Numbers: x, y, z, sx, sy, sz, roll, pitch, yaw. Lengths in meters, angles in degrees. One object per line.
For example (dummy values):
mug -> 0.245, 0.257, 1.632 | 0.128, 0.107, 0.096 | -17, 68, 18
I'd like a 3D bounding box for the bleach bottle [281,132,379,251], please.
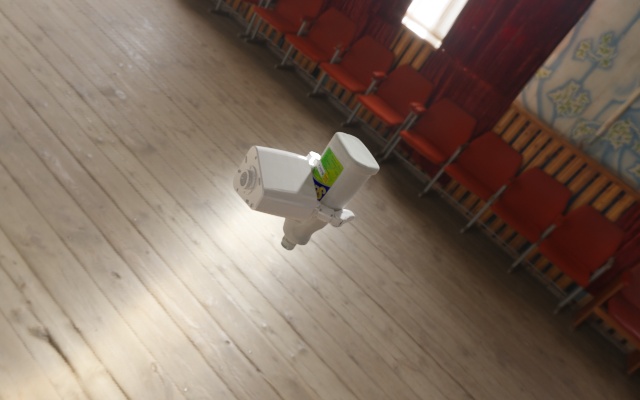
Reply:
bleach bottle -> 0.000, 0.003, 0.872 | 0.068, 0.251, 0.102 | 11, 36, -37
